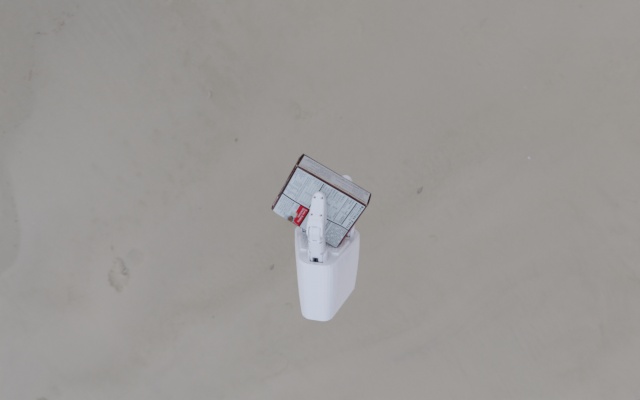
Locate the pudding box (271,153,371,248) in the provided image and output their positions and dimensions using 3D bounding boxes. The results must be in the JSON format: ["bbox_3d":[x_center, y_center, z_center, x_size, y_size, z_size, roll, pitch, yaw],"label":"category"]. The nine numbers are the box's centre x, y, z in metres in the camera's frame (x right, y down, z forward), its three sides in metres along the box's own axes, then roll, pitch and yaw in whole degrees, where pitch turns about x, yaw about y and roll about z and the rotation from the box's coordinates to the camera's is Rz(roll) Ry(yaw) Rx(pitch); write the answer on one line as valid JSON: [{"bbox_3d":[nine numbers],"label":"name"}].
[{"bbox_3d":[0.000,0.002,0.663,0.113,0.090,0.039,29,33,-5],"label":"pudding box"}]
